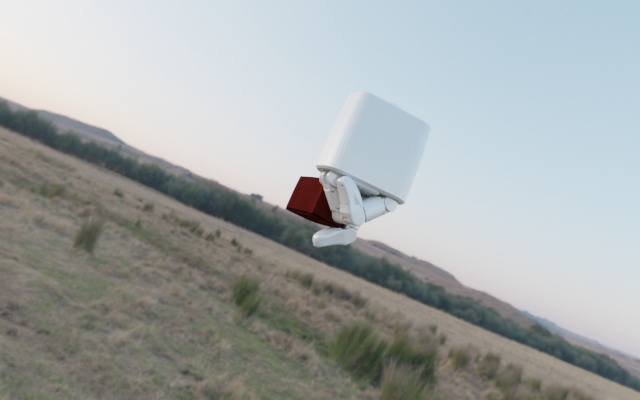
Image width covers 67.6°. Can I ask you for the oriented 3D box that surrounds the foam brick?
[{"bbox_3d":[0.000,0.002,0.637,0.053,0.051,0.078,27,-8,-30],"label":"foam brick"}]
